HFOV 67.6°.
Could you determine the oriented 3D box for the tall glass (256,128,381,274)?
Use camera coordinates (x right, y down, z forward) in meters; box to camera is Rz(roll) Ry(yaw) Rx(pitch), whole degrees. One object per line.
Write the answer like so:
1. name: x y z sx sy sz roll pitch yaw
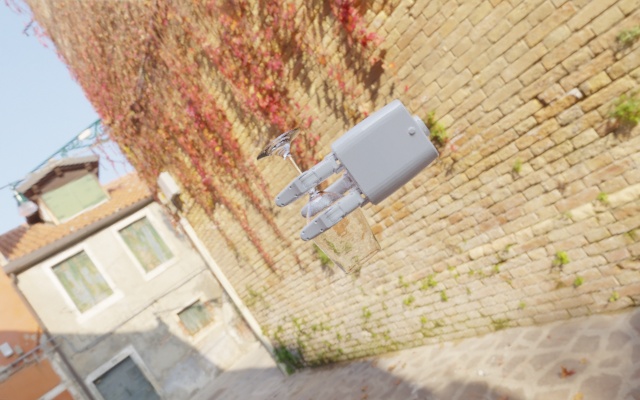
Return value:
1. tall glass: 0.000 0.002 0.656 0.079 0.201 0.079 -36 -2 -2
